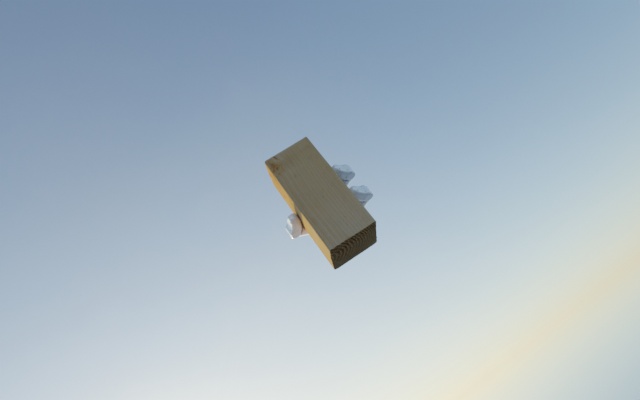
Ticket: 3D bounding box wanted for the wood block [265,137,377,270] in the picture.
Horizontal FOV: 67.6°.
[{"bbox_3d":[0.000,0.003,0.825,0.091,0.206,0.090,-33,-27,-10],"label":"wood block"}]
